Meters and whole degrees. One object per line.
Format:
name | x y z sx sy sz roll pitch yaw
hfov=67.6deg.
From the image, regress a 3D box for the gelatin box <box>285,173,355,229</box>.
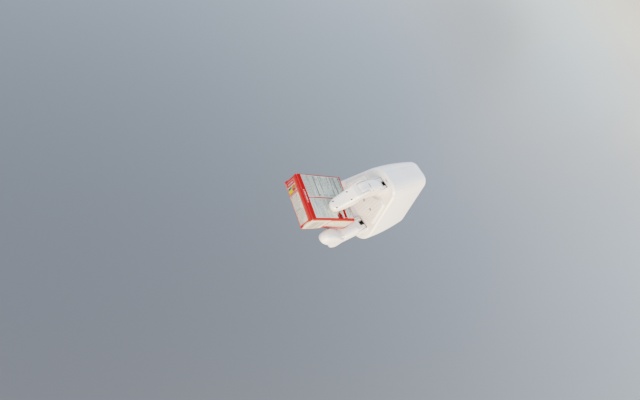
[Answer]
gelatin box | 0.000 0.002 0.669 0.089 0.073 0.030 3 -31 -45
